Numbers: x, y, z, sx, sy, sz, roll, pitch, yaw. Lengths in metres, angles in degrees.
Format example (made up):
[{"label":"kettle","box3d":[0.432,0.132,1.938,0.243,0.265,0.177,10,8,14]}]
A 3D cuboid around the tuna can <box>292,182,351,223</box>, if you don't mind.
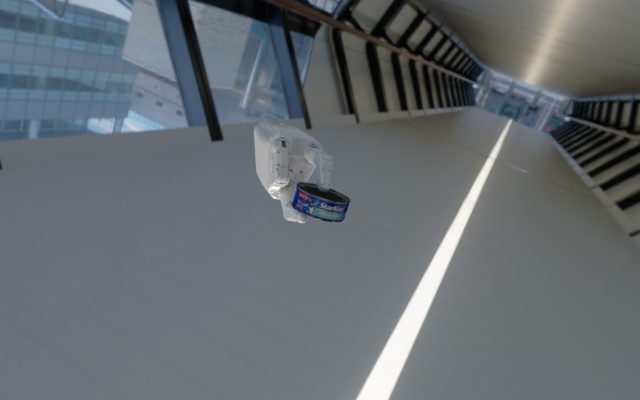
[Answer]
[{"label":"tuna can","box3d":[0.000,0.003,0.721,0.086,0.034,0.086,17,13,-4]}]
